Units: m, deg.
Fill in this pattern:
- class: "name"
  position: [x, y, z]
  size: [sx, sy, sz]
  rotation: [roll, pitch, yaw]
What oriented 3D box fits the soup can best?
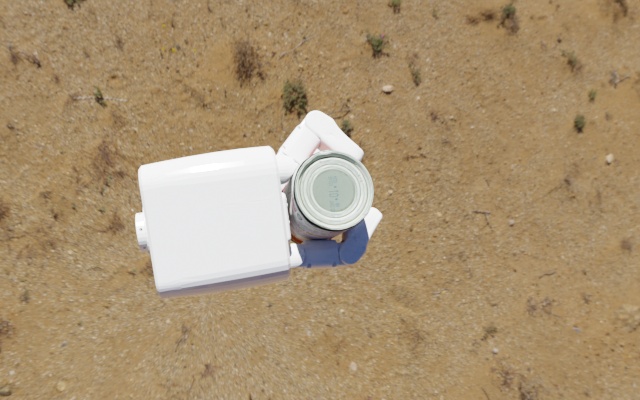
- class: "soup can"
  position: [0.001, 0.001, 0.423]
  size: [0.068, 0.068, 0.102]
  rotation: [0, -12, -13]
